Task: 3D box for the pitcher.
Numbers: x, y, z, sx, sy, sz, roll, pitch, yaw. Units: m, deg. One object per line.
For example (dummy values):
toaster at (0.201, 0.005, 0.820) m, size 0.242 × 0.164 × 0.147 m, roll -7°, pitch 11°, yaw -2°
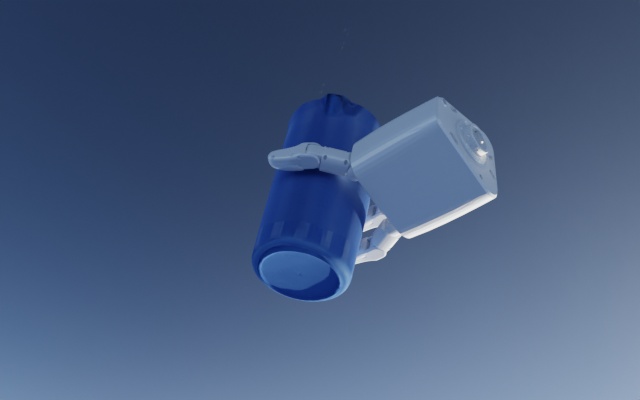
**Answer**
pitcher at (0.000, 0.002, 0.585) m, size 0.145 × 0.242 × 0.149 m, roll -27°, pitch -57°, yaw 36°
